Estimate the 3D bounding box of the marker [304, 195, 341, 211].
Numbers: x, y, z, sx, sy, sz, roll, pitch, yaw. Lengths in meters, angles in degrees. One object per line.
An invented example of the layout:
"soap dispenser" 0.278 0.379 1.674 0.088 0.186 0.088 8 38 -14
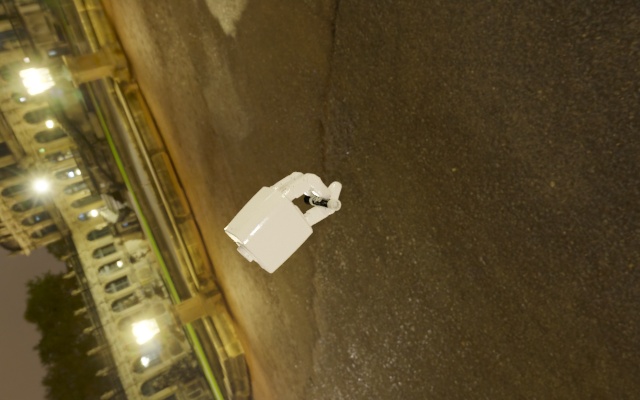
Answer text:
"marker" 0.000 0.003 0.857 0.020 0.020 0.121 0 5 -26
